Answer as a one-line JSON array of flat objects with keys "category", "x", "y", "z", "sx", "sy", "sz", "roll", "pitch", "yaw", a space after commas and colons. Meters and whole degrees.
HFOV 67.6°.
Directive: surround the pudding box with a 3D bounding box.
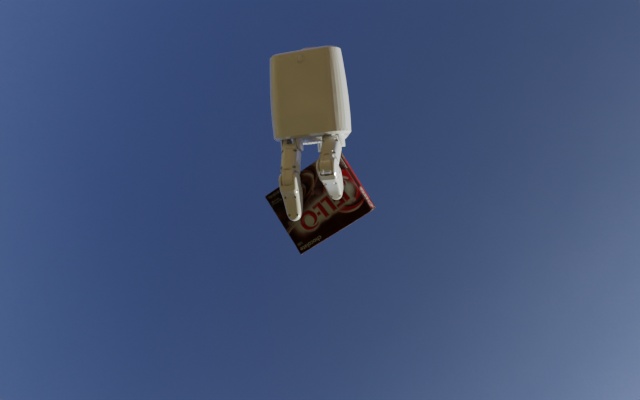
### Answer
[{"category": "pudding box", "x": 0.000, "y": 0.002, "z": 0.614, "sx": 0.113, "sy": 0.090, "sz": 0.039, "roll": -34, "pitch": -5, "yaw": 17}]
